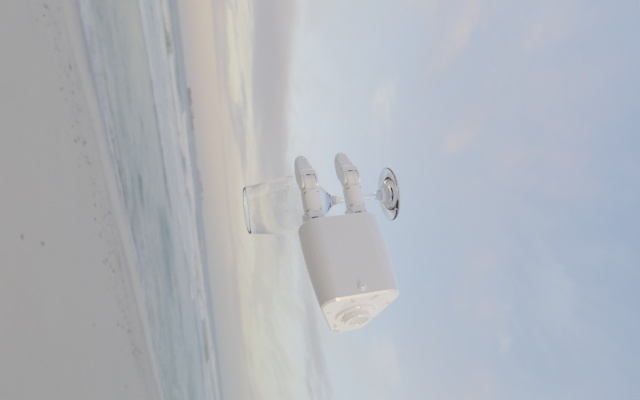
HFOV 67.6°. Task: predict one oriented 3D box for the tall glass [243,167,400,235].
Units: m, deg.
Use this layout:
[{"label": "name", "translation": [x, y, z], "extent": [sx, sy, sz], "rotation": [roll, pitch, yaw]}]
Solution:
[{"label": "tall glass", "translation": [0.001, 0.002, 0.641], "extent": [0.201, 0.079, 0.079], "rotation": [-6, 1, -14]}]
